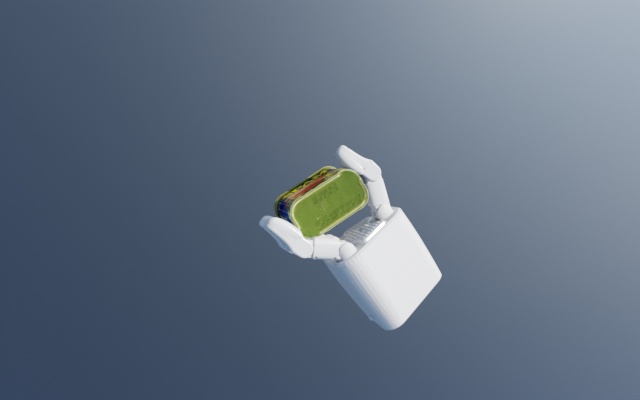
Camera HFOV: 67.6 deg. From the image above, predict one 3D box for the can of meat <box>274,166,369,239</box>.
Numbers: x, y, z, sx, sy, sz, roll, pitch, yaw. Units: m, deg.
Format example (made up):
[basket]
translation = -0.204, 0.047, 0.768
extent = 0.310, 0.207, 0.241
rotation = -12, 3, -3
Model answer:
[can of meat]
translation = 0.000, 0.002, 0.584
extent = 0.102, 0.057, 0.084
rotation = -34, 11, -11
